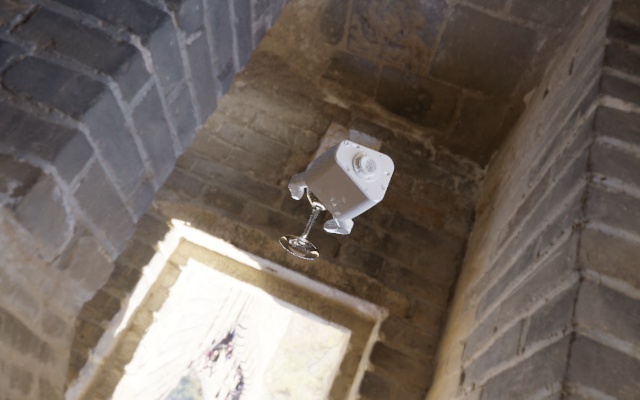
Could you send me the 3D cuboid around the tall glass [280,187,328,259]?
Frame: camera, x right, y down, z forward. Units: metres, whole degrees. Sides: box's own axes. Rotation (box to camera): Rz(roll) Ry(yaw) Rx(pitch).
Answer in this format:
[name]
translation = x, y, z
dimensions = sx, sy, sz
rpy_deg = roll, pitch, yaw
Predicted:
[tall glass]
translation = 0.000, 0.003, 0.874
dimensions = 0.079, 0.201, 0.079
rpy_deg = 19, -30, 11
